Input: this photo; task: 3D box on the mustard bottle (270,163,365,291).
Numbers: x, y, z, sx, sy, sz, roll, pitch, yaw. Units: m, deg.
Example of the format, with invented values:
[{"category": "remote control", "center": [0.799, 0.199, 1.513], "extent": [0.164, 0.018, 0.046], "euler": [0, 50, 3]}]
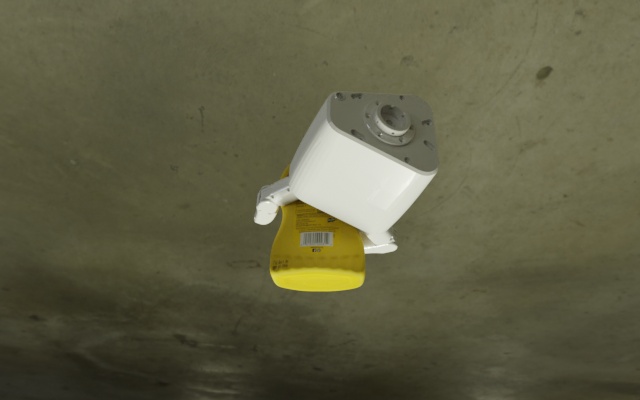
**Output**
[{"category": "mustard bottle", "center": [0.000, 0.002, 0.529], "extent": [0.096, 0.191, 0.058], "euler": [-1, -33, 6]}]
